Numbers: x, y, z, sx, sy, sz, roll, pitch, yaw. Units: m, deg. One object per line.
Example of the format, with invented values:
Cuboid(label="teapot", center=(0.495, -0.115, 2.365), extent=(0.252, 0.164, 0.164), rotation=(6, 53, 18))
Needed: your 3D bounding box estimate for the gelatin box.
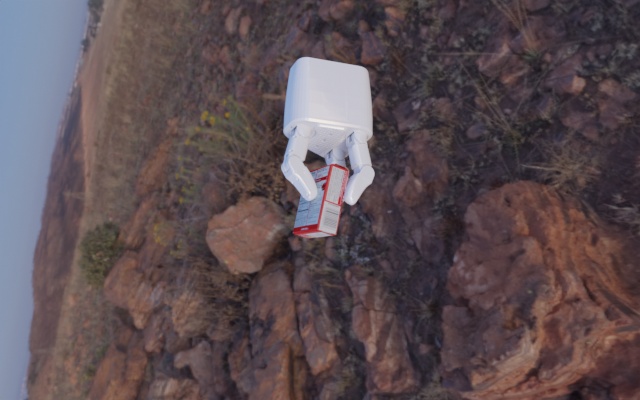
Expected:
Cuboid(label="gelatin box", center=(0.000, 0.002, 0.617), extent=(0.030, 0.089, 0.073), rotation=(19, -15, -25))
